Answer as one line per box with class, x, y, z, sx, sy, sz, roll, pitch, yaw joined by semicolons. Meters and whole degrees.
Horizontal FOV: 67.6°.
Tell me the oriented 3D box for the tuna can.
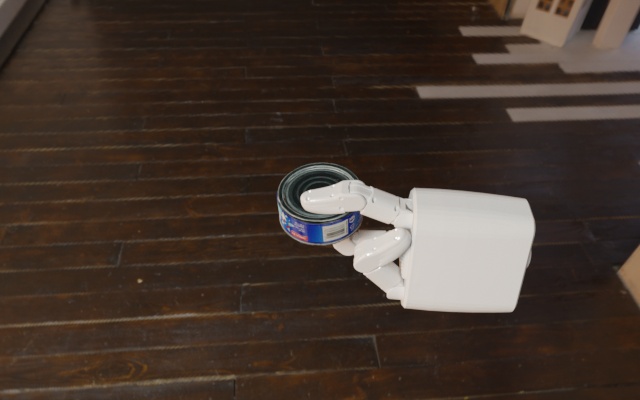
tuna can;0.000;0.001;0.473;0.086;0.086;0.034;-2;-45;2
